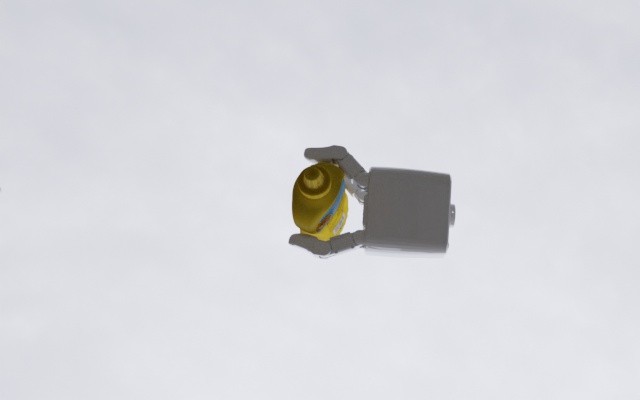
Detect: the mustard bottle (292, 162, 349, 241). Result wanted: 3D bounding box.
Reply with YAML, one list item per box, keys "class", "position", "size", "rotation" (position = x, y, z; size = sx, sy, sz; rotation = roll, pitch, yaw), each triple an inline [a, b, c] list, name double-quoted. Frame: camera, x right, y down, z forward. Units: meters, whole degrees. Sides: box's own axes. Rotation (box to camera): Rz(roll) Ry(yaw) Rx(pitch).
- class: "mustard bottle"
  position: [0.000, 0.002, 0.647]
  size: [0.058, 0.096, 0.192]
  rotation: [27, -15, 15]
